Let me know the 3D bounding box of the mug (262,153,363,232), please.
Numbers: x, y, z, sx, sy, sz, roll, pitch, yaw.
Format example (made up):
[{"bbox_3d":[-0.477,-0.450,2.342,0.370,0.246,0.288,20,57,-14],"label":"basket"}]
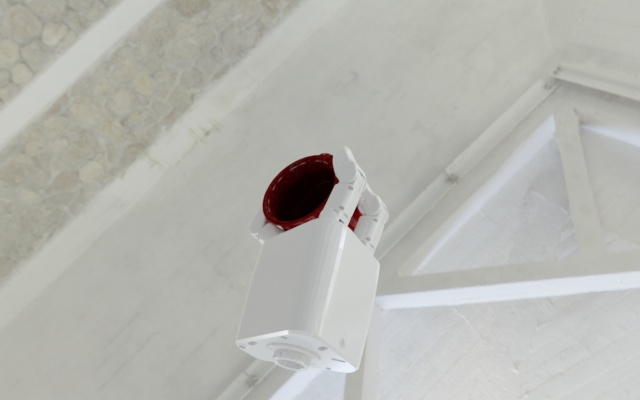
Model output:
[{"bbox_3d":[0.000,0.001,0.530,0.093,0.117,0.081,-7,-40,32],"label":"mug"}]
